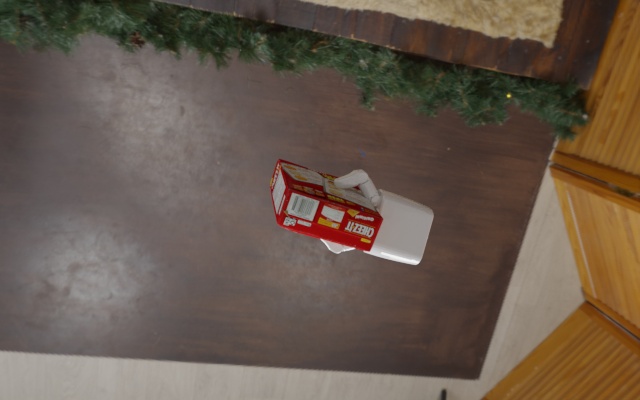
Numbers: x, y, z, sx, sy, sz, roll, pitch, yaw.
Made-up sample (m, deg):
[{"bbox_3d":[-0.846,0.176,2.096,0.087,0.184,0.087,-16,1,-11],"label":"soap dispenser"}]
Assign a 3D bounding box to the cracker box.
[{"bbox_3d":[0.000,0.003,0.844,0.164,0.072,0.213,17,14,-14],"label":"cracker box"}]
